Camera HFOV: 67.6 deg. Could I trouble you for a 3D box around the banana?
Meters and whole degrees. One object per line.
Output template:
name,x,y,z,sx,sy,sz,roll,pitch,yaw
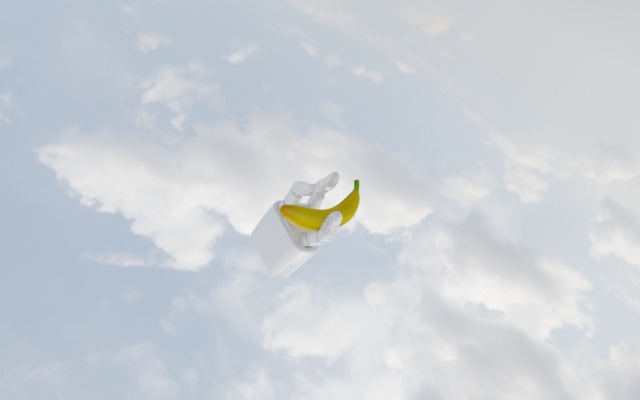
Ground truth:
banana,0.010,0.019,0.840,0.198,0.069,0.037,-20,-6,-44
